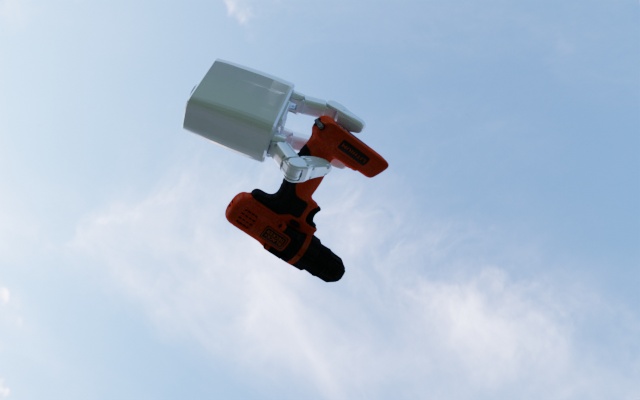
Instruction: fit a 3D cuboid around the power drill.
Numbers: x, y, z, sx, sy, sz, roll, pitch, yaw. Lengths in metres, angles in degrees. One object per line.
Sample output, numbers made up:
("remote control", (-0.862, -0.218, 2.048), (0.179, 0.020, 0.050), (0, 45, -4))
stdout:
("power drill", (0.000, 0.001, 0.614), (0.184, 0.188, 0.057), (35, 10, -21))
